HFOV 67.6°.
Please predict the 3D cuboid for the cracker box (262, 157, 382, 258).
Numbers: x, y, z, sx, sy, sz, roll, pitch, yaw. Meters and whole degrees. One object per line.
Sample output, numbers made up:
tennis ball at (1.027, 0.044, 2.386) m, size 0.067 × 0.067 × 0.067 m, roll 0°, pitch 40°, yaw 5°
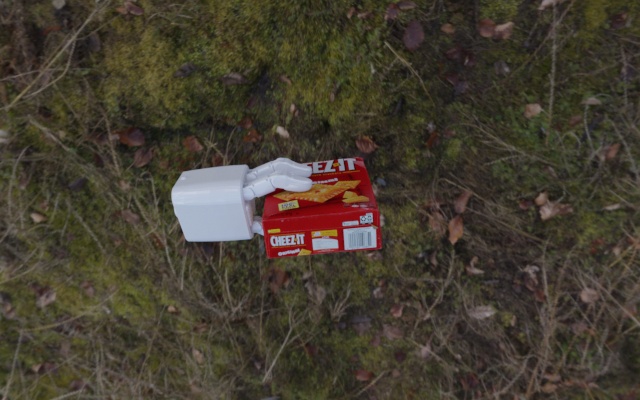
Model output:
cracker box at (0.000, 0.003, 0.750) m, size 0.164 × 0.072 × 0.213 m, roll -5°, pitch 25°, yaw 1°
